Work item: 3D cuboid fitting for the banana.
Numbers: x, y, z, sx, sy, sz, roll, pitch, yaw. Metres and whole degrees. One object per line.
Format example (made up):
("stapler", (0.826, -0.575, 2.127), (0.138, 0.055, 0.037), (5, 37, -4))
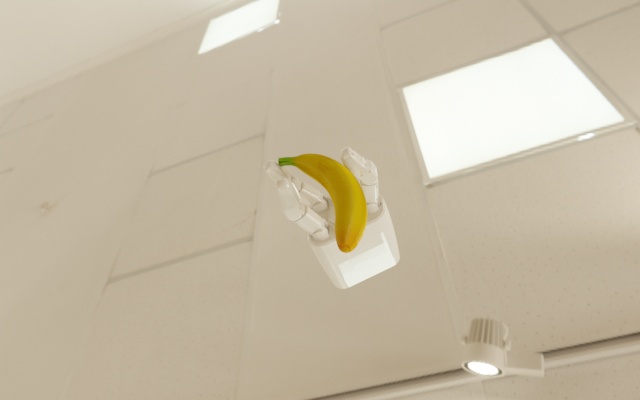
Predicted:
("banana", (0.015, -0.009, 0.571), (0.069, 0.037, 0.197), (-29, 40, -8))
